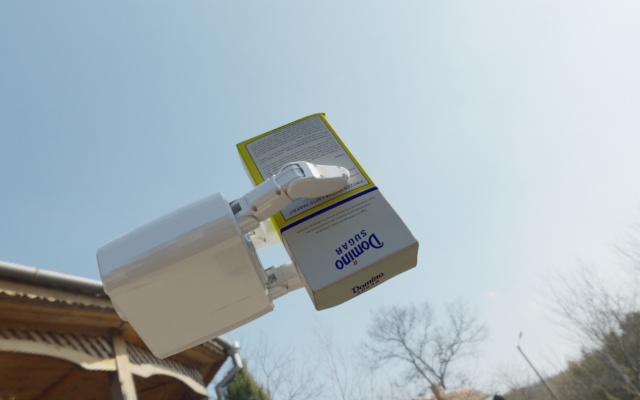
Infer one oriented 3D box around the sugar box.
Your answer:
[{"bbox_3d":[0.000,0.002,0.419,0.093,0.176,0.048,-23,-35,-10],"label":"sugar box"}]
